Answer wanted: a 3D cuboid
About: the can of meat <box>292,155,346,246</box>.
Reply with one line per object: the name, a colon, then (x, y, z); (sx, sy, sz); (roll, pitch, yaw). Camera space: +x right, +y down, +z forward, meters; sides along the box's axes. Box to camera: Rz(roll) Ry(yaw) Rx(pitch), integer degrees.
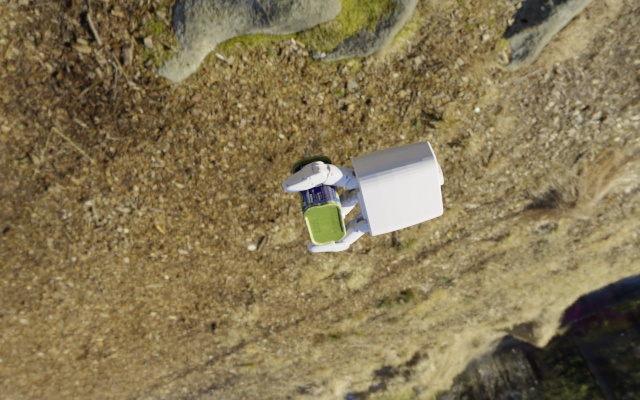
can of meat: (0.000, 0.002, 0.669); (0.057, 0.084, 0.102); (-13, -37, 1)
